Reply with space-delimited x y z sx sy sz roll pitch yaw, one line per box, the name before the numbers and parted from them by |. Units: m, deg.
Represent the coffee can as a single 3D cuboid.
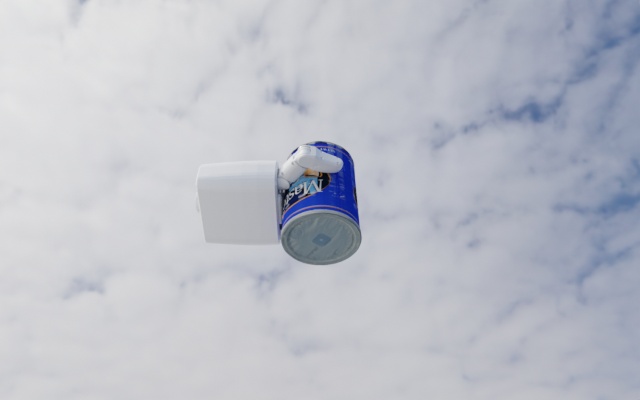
coffee can | 0.000 0.002 0.652 0.103 0.103 0.140 -1 45 -1
